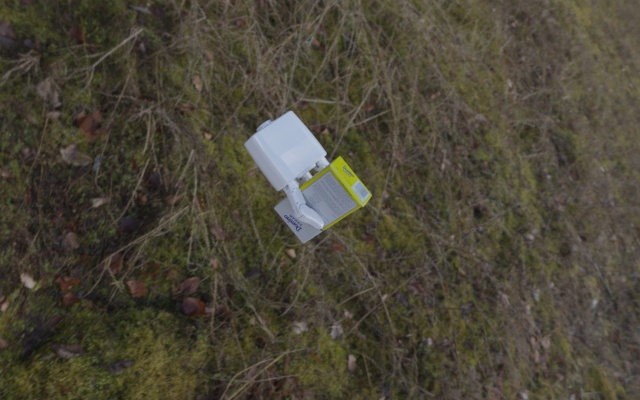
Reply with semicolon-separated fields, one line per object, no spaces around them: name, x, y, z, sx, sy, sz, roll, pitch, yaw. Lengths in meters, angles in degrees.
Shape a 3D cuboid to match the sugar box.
sugar box;0.000;0.002;0.874;0.176;0.093;0.048;-33;8;45
